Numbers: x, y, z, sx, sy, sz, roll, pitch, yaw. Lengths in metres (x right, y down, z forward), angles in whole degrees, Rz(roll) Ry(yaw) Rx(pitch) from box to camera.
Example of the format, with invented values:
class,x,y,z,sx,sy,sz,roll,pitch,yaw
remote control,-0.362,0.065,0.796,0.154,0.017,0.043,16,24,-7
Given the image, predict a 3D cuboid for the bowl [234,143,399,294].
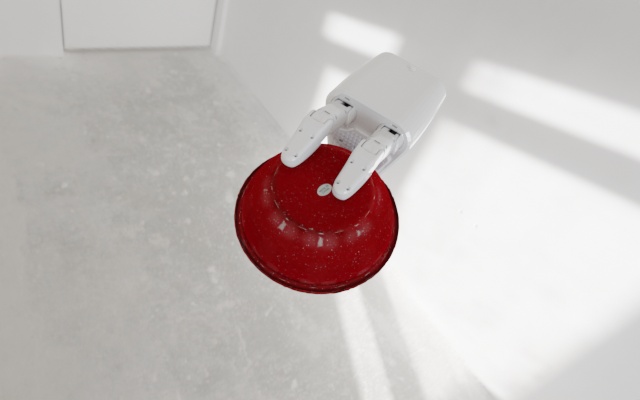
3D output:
class,x,y,z,sx,sy,sz,roll,pitch,yaw
bowl,0.000,0.002,0.443,0.162,0.162,0.055,0,-30,-7
